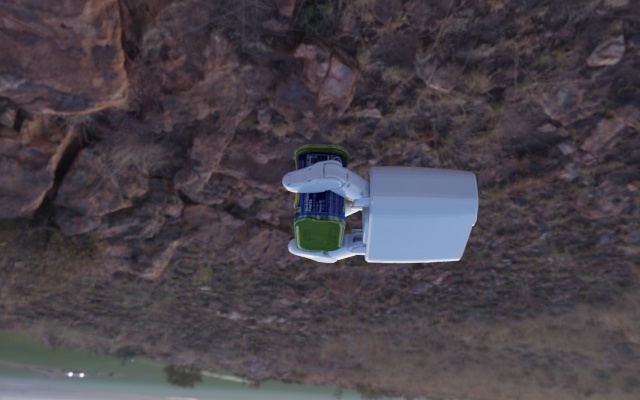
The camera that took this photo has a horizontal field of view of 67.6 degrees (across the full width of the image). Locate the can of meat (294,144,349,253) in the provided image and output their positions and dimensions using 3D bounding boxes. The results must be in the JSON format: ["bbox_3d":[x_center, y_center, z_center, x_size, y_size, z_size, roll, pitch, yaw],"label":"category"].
[{"bbox_3d":[0.000,0.002,0.515,0.057,0.084,0.102,2,-25,1],"label":"can of meat"}]
